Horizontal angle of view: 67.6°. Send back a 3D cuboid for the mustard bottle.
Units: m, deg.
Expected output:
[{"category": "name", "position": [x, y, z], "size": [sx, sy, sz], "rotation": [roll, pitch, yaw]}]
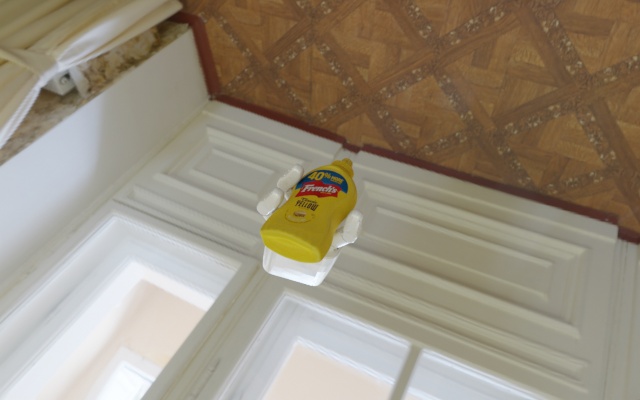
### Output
[{"category": "mustard bottle", "position": [0.000, 0.002, 0.700], "size": [0.096, 0.058, 0.191], "rotation": [13, 48, 26]}]
